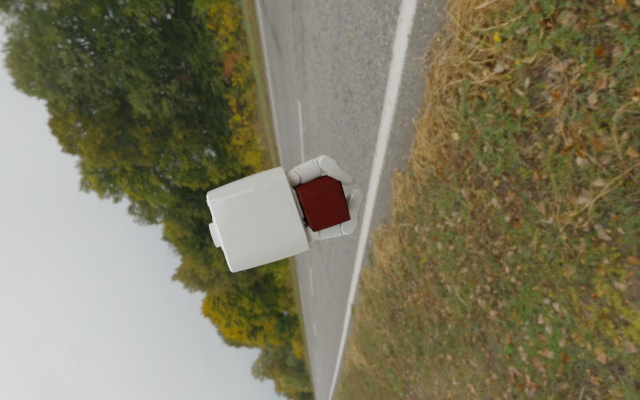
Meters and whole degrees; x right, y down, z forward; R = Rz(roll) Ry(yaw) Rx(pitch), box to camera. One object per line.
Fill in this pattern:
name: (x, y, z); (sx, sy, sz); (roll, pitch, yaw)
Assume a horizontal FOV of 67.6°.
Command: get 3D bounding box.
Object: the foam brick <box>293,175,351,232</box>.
foam brick: (0.000, 0.002, 0.612); (0.051, 0.053, 0.078); (-18, 12, -9)
